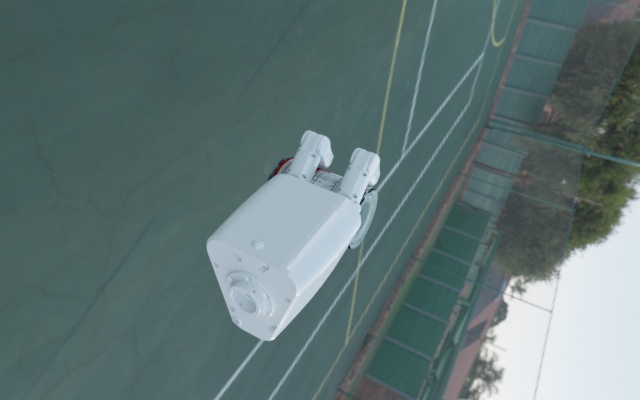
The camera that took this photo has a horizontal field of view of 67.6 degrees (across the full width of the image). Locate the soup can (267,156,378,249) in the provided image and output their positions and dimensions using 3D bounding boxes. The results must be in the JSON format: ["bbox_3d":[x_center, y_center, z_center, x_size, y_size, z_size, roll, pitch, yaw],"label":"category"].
[{"bbox_3d":[0.001,0.002,0.500,0.102,0.068,0.068,22,8,20],"label":"soup can"}]
